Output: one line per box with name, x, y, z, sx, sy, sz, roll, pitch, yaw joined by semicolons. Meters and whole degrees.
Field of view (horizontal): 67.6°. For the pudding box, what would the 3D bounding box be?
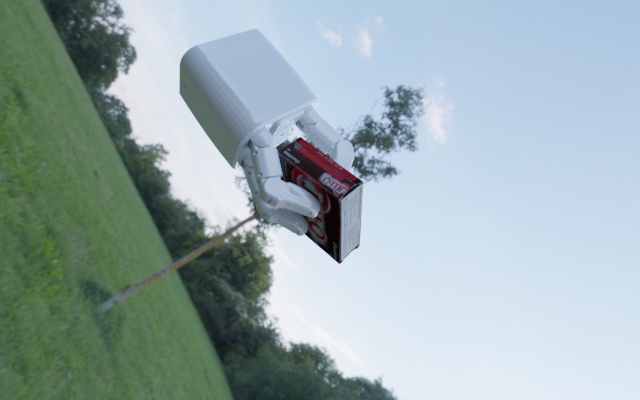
pudding box;0.000;0.002;0.499;0.039;0.114;0.090;-38;58;-23
